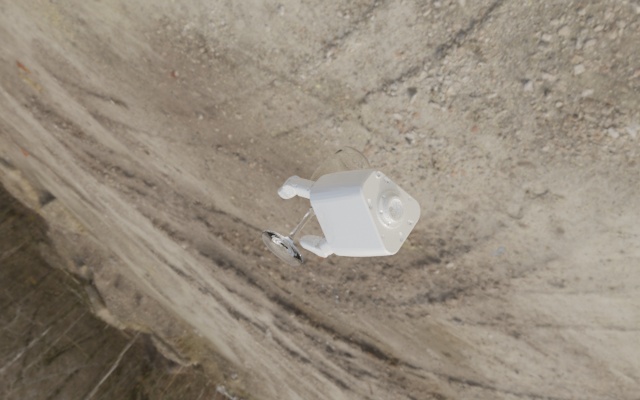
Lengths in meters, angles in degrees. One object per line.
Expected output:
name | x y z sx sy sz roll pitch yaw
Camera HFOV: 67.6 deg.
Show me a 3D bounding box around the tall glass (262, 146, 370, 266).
tall glass | 0.000 0.003 0.737 0.079 0.079 0.201 0 43 50
